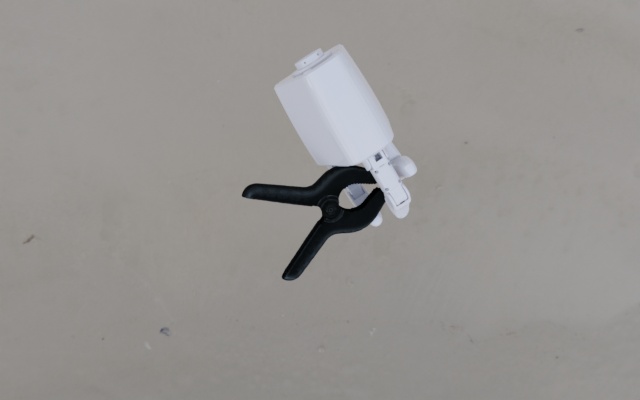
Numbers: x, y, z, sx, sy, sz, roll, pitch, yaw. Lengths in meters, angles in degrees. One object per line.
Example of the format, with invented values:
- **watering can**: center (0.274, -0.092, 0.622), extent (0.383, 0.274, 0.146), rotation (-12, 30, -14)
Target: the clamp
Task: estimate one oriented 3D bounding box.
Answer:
- **clamp**: center (0.000, 0.002, 0.541), extent (0.171, 0.120, 0.039), rotation (-34, 18, -2)
